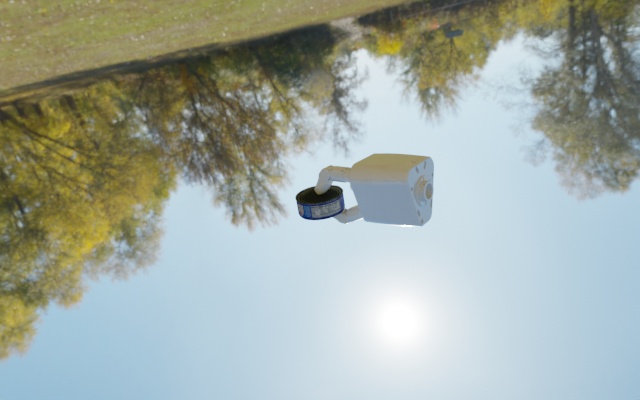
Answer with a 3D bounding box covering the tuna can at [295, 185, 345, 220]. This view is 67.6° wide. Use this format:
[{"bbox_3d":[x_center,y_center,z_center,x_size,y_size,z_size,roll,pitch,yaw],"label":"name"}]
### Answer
[{"bbox_3d":[0.000,0.003,0.847,0.086,0.034,0.086,-8,22,3],"label":"tuna can"}]
